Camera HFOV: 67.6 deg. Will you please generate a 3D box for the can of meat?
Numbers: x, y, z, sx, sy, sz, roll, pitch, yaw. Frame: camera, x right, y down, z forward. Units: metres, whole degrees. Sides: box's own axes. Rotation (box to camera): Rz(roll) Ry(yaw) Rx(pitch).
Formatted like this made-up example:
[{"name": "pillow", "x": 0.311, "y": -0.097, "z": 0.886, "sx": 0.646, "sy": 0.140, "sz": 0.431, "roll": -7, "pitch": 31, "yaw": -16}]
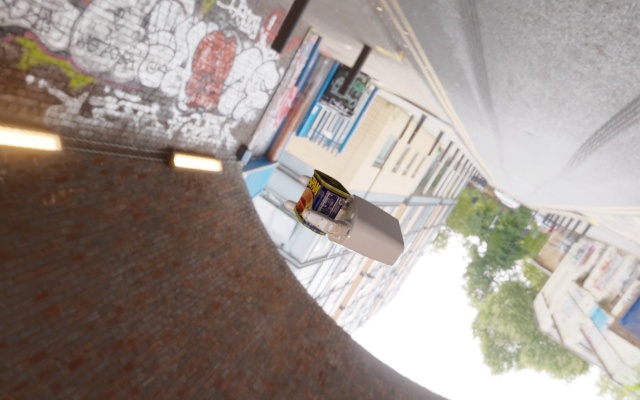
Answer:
[{"name": "can of meat", "x": 0.000, "y": 0.003, "z": 0.825, "sx": 0.057, "sy": 0.084, "sz": 0.102, "roll": 26, "pitch": 11, "yaw": -19}]
